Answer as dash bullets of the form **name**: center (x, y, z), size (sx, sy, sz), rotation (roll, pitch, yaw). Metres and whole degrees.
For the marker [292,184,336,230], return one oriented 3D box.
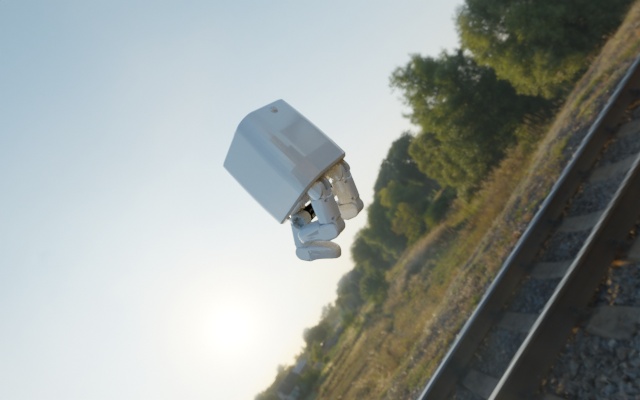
- **marker**: center (0.000, 0.002, 0.605), size (0.020, 0.020, 0.121), rotation (0, 23, 28)
